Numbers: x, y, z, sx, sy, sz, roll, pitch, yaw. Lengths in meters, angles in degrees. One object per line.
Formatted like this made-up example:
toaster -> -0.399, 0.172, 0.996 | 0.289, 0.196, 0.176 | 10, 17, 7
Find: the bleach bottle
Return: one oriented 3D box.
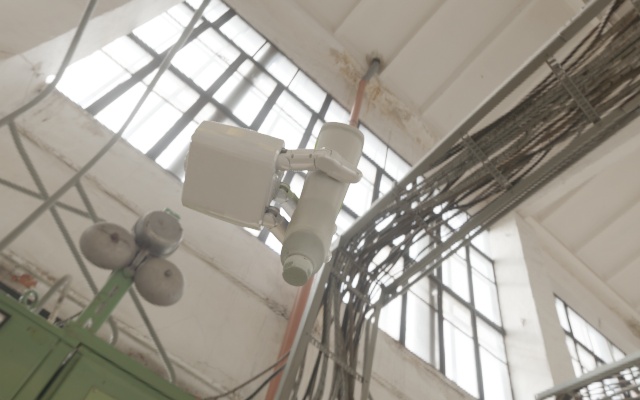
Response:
bleach bottle -> 0.000, 0.002, 0.592 | 0.068, 0.103, 0.250 | 17, 37, 2
